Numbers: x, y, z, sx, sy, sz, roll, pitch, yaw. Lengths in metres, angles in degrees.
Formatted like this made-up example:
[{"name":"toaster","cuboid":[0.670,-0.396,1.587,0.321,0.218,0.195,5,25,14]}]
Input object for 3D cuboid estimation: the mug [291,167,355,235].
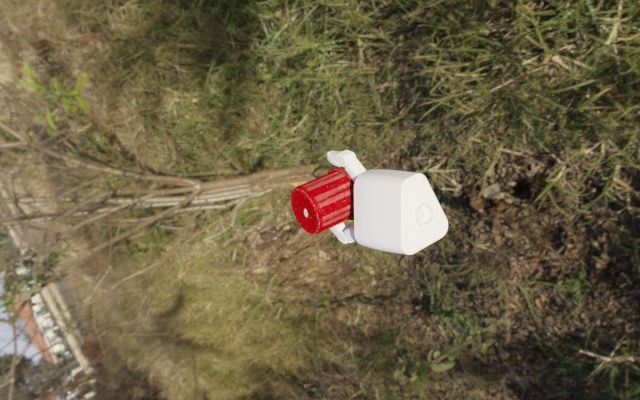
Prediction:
[{"name":"mug","cuboid":[-0.001,0.002,0.774,0.081,0.093,0.117,-24,17,-29]}]
